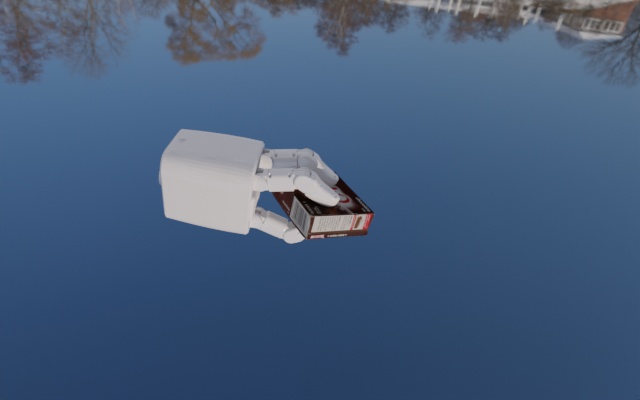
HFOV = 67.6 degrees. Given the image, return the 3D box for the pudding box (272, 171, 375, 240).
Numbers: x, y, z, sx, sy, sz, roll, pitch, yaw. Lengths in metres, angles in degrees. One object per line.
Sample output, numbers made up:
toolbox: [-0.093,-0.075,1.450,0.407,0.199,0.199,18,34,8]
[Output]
pudding box: [0.000,0.002,0.602,0.090,0.039,0.113,-2,34,-29]
